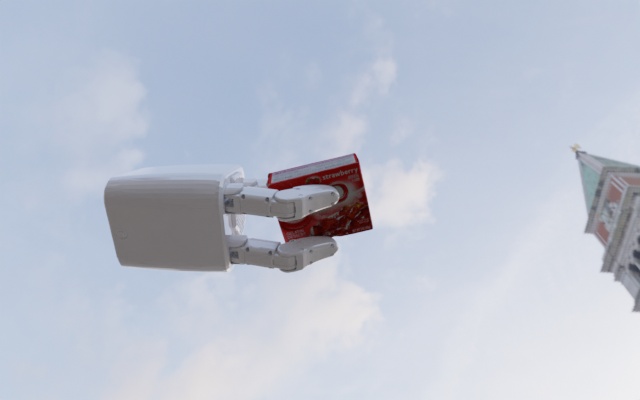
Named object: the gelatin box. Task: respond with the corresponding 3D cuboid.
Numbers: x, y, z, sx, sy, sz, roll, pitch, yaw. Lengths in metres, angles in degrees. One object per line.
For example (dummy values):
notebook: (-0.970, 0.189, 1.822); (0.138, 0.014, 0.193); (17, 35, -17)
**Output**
gelatin box: (0.000, 0.001, 0.459); (0.089, 0.073, 0.030); (-13, 26, 3)
